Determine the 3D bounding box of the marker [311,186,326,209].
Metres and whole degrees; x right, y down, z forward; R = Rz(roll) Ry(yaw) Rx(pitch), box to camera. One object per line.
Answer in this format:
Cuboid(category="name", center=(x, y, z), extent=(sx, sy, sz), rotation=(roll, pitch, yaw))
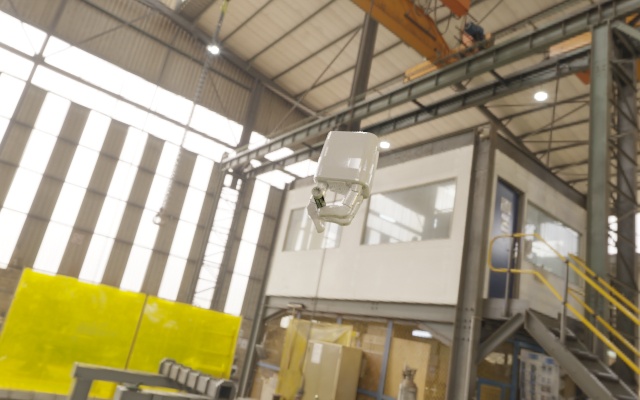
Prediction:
Cuboid(category="marker", center=(0.000, 0.003, 0.882), extent=(0.020, 0.020, 0.121), rotation=(0, -18, 7))
